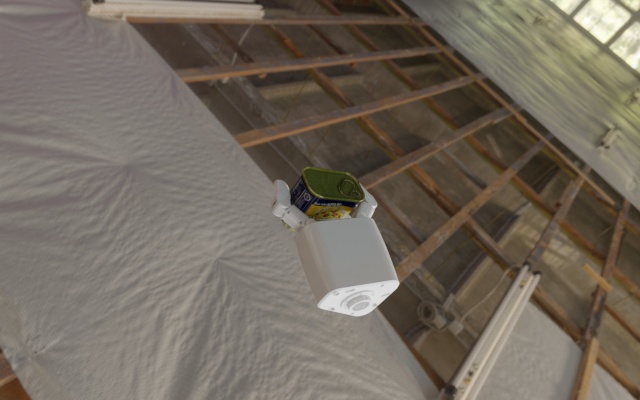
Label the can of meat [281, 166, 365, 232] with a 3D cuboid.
[{"bbox_3d":[0.000,0.002,0.703,0.102,0.057,0.084,5,-43,-37],"label":"can of meat"}]
